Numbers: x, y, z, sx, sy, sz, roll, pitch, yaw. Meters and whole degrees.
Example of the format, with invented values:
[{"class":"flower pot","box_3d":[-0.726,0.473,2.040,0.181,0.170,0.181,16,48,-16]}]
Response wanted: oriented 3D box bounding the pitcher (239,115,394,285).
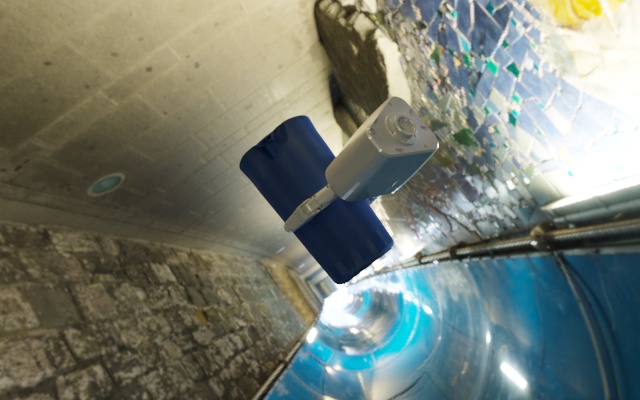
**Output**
[{"class":"pitcher","box_3d":[0.000,0.002,0.730,0.149,0.243,0.145,-29,-12,-40]}]
